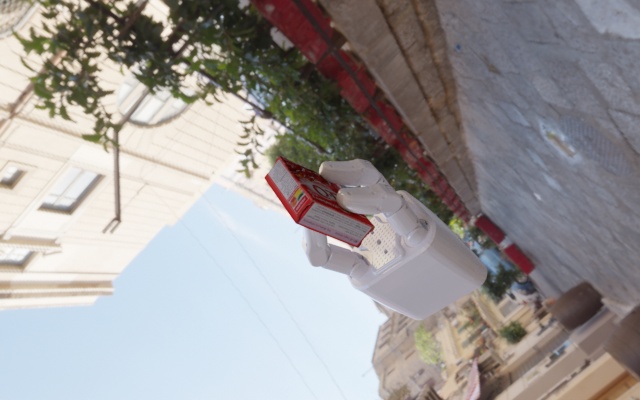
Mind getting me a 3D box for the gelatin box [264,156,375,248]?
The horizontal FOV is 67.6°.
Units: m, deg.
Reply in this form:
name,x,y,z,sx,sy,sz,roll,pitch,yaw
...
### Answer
name,x,y,z,sx,sy,sz,roll,pitch,yaw
gelatin box,0.000,0.002,0.446,0.089,0.030,0.073,24,20,-42
